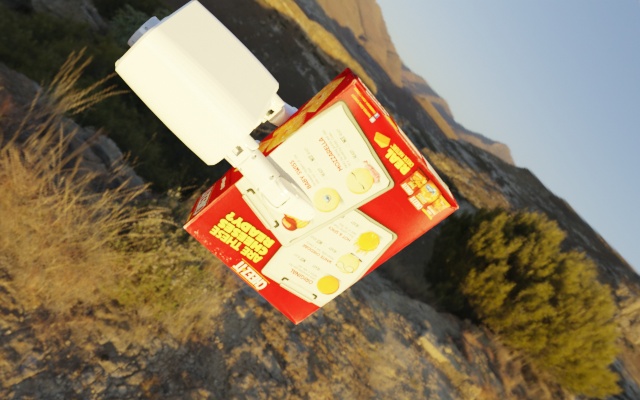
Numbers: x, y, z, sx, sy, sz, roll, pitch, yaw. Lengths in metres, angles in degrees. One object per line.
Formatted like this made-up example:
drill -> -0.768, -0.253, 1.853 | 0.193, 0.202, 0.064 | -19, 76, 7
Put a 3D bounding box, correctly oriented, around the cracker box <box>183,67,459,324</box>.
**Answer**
cracker box -> 0.000, 0.002, 0.483 | 0.214, 0.164, 0.072 | -38, 21, 15
